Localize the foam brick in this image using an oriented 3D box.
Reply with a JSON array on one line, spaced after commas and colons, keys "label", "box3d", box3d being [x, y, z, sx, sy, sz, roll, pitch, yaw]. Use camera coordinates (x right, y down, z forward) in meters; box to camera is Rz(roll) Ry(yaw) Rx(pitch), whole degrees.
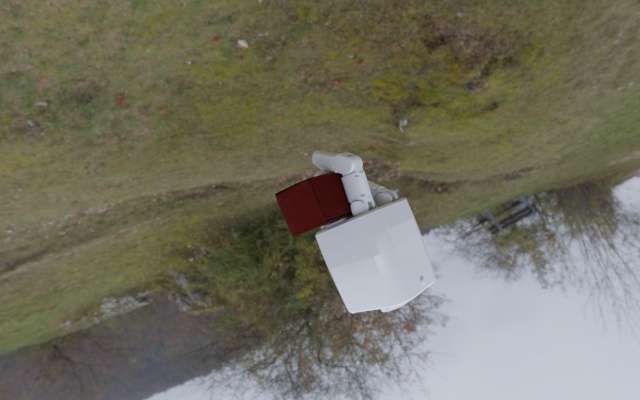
[{"label": "foam brick", "box3d": [0.000, 0.002, 0.532, 0.053, 0.051, 0.078, -23, -4, 37]}]
